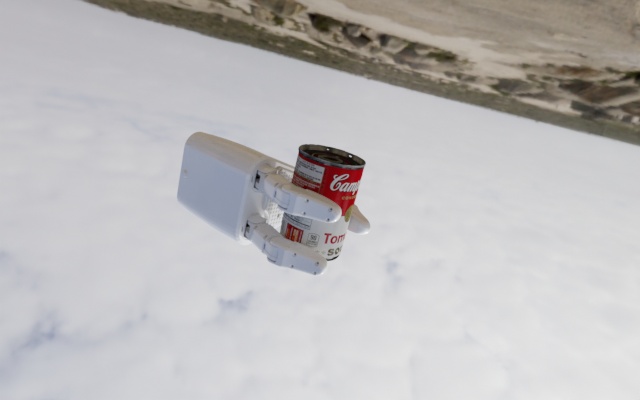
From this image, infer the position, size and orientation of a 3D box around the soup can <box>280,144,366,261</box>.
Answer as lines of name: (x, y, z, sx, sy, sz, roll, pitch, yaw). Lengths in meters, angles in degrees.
soup can: (0.000, 0.002, 0.482, 0.068, 0.102, 0.068, 13, 18, -4)
